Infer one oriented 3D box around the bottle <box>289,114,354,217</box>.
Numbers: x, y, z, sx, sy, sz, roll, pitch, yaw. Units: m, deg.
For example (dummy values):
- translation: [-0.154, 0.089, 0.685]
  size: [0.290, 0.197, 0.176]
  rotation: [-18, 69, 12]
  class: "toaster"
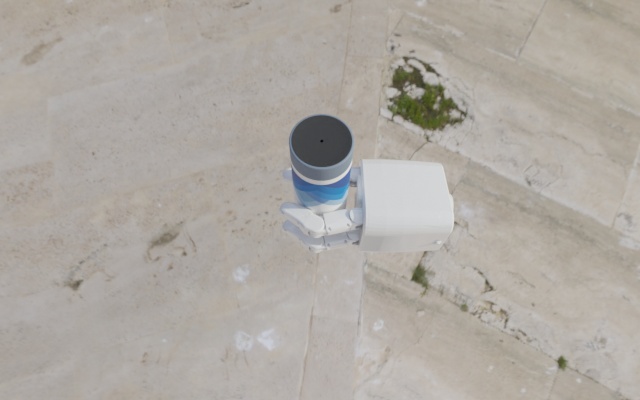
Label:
- translation: [0.000, 0.002, 0.614]
  size: [0.069, 0.069, 0.296]
  rotation: [0, -25, 0]
  class: "bottle"
